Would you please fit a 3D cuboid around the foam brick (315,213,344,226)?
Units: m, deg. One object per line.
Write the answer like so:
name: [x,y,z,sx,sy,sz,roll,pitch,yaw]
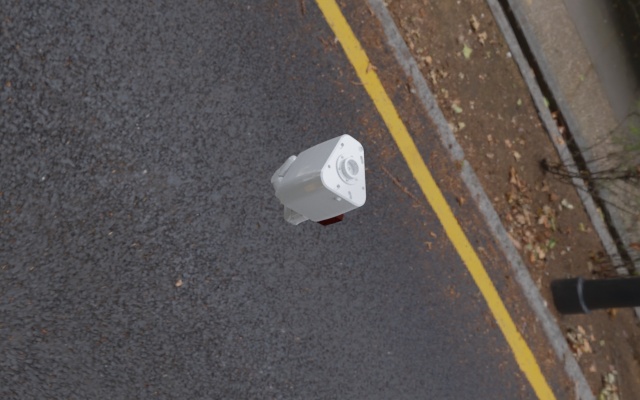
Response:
foam brick: [0.000,0.003,0.837,0.078,0.053,0.051,30,-31,-31]
